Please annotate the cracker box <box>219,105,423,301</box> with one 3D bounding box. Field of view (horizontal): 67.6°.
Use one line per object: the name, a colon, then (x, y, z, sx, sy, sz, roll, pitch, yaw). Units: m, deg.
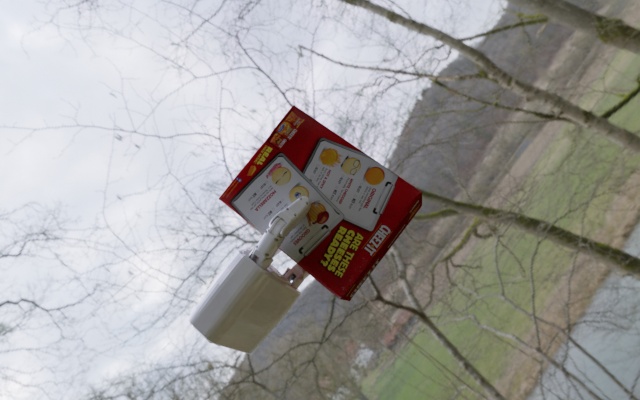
cracker box: (0.000, 0.002, 0.629, 0.213, 0.164, 0.072, 37, -4, 19)
